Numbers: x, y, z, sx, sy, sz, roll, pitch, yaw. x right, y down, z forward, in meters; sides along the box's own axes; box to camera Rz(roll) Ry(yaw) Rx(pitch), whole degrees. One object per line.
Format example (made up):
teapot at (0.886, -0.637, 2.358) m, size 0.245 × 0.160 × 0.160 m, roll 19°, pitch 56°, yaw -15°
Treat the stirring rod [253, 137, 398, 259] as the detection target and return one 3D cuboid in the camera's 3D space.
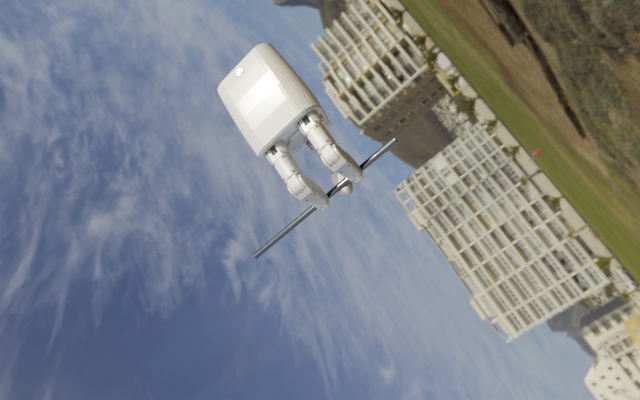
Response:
stirring rod at (0.000, 0.002, 0.593) m, size 0.239 × 0.011 × 0.011 m, roll -40°, pitch -16°, yaw 20°
